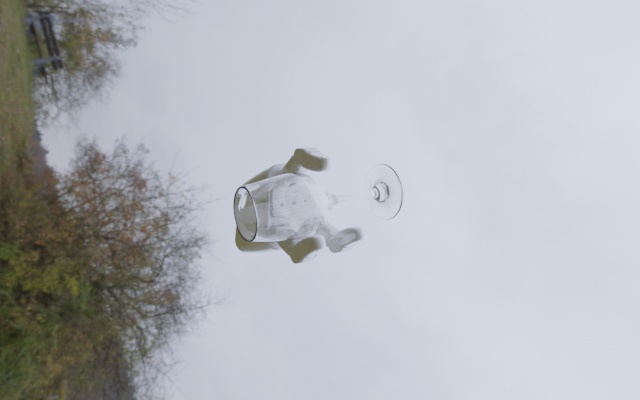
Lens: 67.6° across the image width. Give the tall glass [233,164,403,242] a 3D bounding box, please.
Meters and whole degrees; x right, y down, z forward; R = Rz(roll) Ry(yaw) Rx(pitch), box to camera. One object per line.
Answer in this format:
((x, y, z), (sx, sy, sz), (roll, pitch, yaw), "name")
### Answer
((0.001, 0.002, 0.573), (0.201, 0.079, 0.079), (-9, 5, -33), "tall glass")
